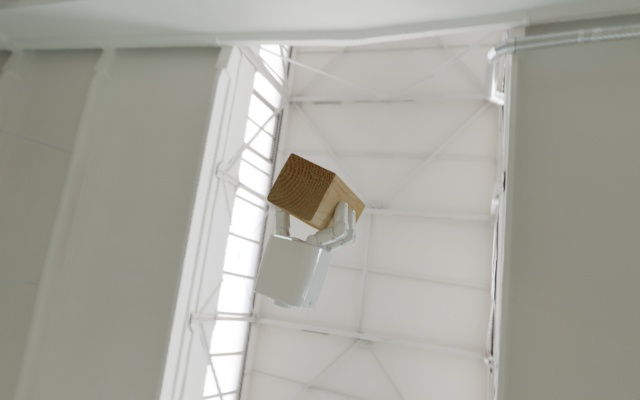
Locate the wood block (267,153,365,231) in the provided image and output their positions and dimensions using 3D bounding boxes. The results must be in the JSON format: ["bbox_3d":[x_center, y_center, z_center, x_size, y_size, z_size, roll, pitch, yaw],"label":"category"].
[{"bbox_3d":[0.000,0.003,0.851,0.091,0.090,0.206,26,-5,23],"label":"wood block"}]
